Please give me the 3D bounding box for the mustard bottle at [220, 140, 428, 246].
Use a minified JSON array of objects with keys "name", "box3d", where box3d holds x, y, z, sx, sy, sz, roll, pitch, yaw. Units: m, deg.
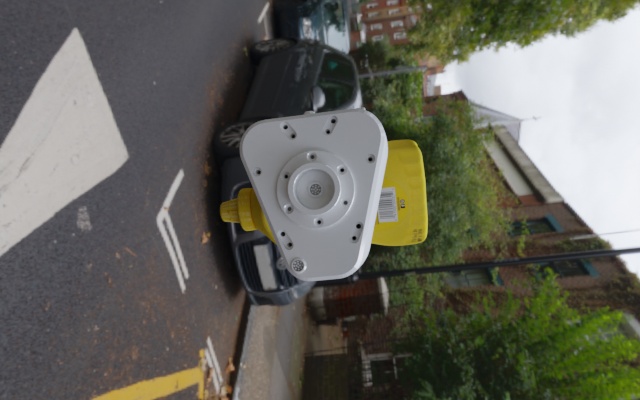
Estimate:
[{"name":"mustard bottle","box3d":[0.000,0.001,0.450,0.191,0.096,0.058,-6,22,5]}]
